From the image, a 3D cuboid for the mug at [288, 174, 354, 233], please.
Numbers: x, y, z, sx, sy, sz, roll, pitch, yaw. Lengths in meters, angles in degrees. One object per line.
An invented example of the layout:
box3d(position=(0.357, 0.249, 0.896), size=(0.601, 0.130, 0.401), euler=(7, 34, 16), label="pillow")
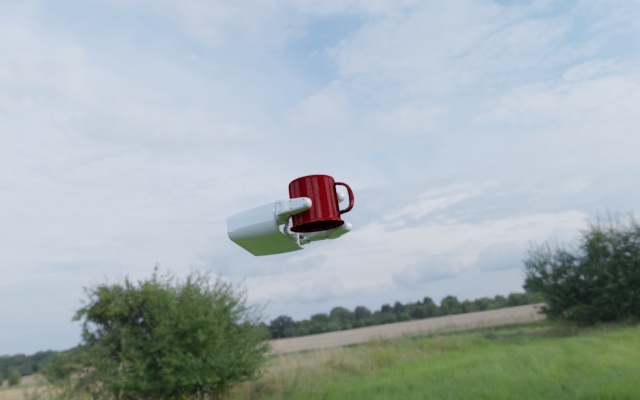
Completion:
box3d(position=(0.001, 0.002, 0.802), size=(0.117, 0.081, 0.093), euler=(-14, -15, 23), label="mug")
